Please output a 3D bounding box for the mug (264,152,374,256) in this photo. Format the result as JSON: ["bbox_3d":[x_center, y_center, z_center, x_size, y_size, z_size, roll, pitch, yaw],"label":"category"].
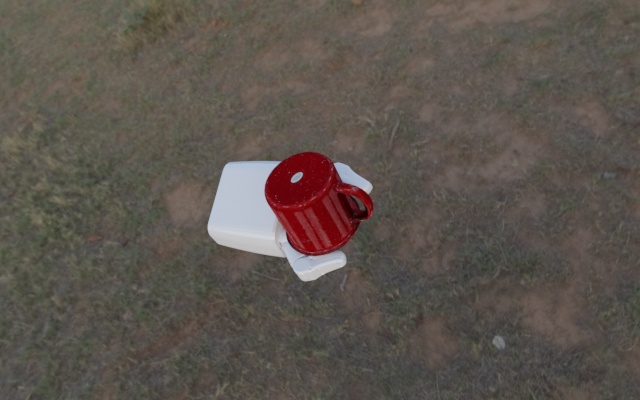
[{"bbox_3d":[0.001,0.002,0.521,0.117,0.093,0.082,4,-36,27],"label":"mug"}]
